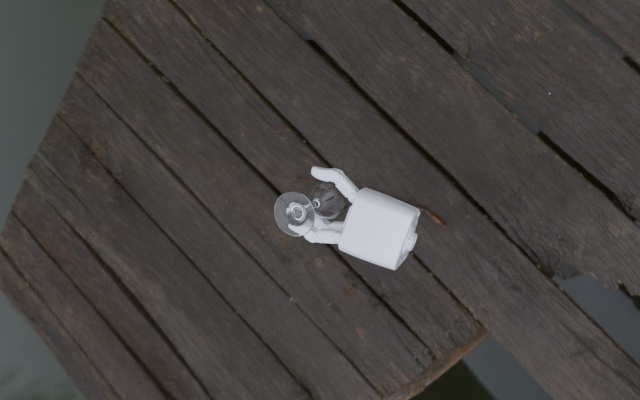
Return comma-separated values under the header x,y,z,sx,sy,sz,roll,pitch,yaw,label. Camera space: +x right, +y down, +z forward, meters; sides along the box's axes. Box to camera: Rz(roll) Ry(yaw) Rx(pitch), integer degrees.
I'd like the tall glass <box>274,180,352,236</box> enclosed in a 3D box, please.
x,y,z,sx,sy,sz,roll,pitch,yaw,label
0.000,0.003,0.853,0.079,0.079,0.201,0,11,26,tall glass
